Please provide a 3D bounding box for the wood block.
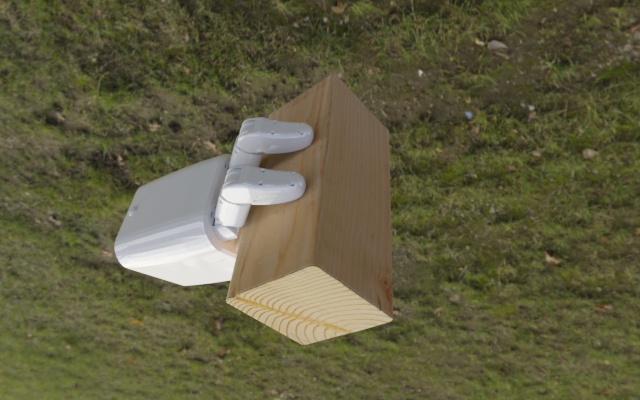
[{"bbox_3d":[0.000,0.002,0.409,0.090,0.206,0.091,-26,-49,32],"label":"wood block"}]
